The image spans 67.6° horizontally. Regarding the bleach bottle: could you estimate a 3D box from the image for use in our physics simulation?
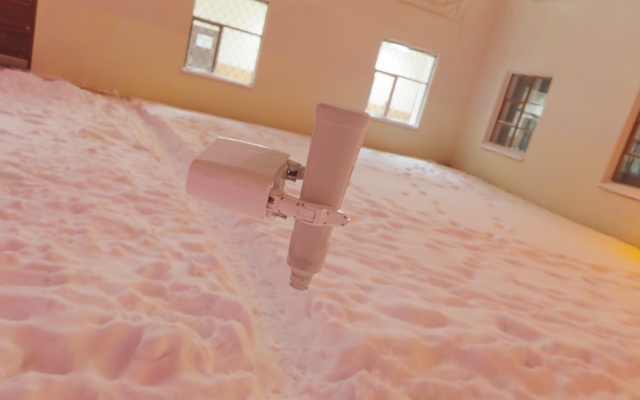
[{"bbox_3d":[0.000,0.002,0.623,0.068,0.251,0.102,16,14,5],"label":"bleach bottle"}]
